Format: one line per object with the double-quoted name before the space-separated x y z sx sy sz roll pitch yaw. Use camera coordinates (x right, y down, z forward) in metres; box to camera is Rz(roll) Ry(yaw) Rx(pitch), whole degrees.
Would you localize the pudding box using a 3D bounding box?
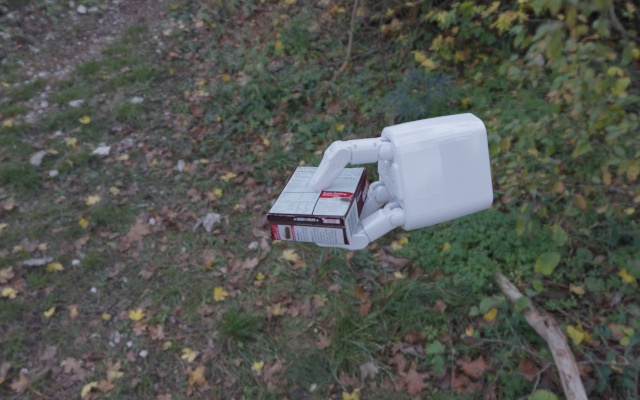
"pudding box" 0.000 0.002 0.544 0.090 0.039 0.113 2 31 17
